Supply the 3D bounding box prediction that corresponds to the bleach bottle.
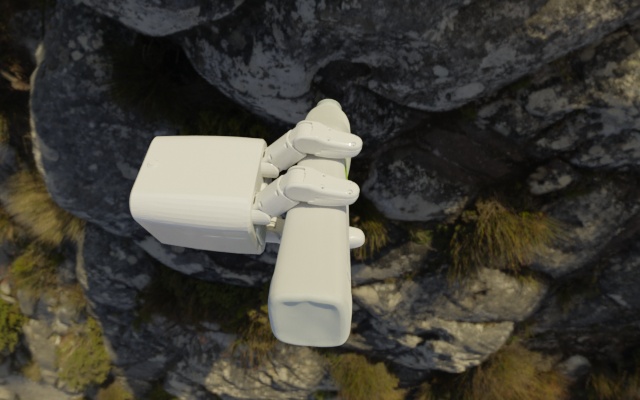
[{"bbox_3d":[0.000,0.001,0.460,0.068,0.250,0.103,3,-38,3],"label":"bleach bottle"}]
